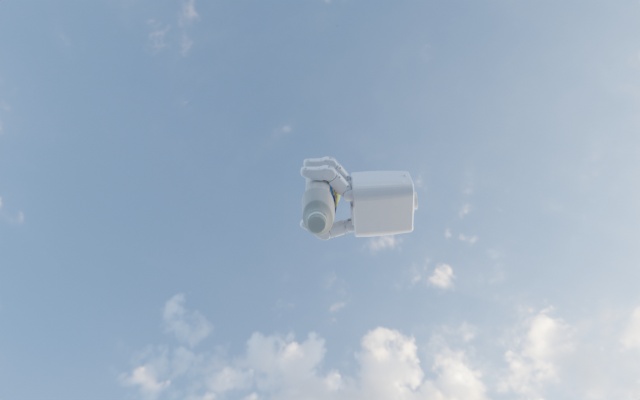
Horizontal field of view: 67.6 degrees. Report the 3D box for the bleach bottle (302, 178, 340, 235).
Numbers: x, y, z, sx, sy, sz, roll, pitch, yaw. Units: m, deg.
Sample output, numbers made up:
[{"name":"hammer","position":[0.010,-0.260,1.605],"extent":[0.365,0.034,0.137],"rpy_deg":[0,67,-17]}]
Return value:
[{"name":"bleach bottle","position":[0.000,0.003,0.862],"extent":[0.068,0.103,0.250],"rpy_deg":[-5,20,4]}]
